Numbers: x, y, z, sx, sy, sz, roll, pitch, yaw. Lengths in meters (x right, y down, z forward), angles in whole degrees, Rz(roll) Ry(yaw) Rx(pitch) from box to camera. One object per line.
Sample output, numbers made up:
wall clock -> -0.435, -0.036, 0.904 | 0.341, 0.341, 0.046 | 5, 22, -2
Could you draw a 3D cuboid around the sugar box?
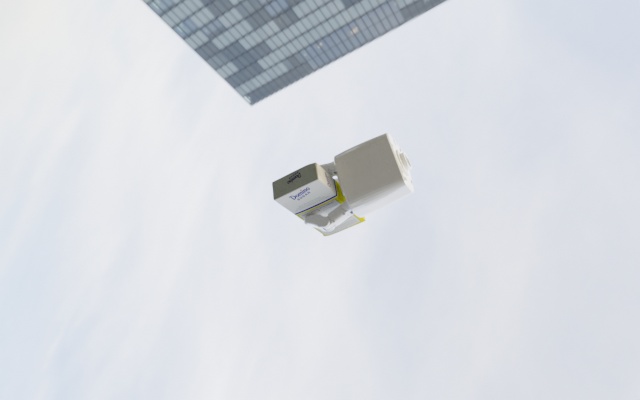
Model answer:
sugar box -> 0.000, 0.002, 0.866 | 0.093, 0.048, 0.176 | -24, -39, 21
